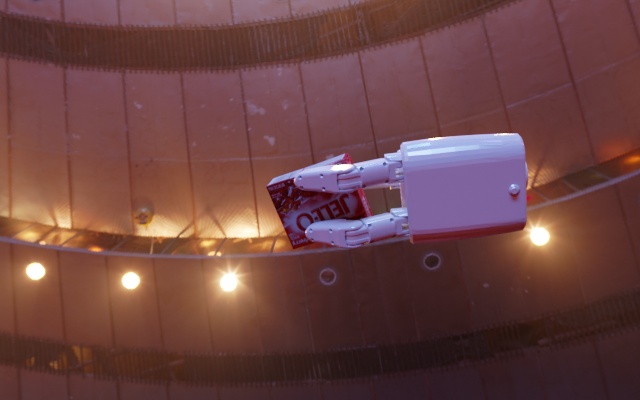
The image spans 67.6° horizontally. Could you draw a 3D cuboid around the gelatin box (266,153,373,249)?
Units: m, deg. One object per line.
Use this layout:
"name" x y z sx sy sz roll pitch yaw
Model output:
"gelatin box" 0.000 0.002 0.483 0.089 0.073 0.030 -18 15 18
